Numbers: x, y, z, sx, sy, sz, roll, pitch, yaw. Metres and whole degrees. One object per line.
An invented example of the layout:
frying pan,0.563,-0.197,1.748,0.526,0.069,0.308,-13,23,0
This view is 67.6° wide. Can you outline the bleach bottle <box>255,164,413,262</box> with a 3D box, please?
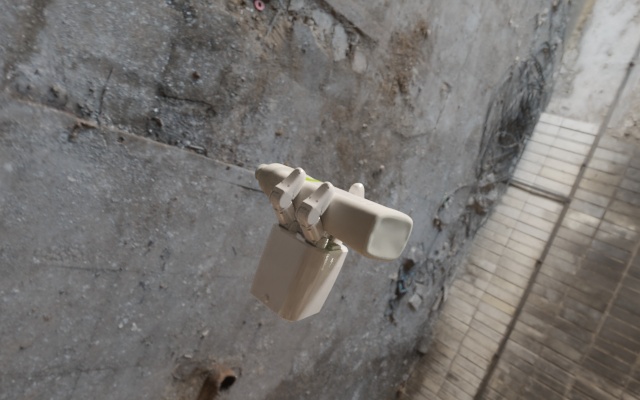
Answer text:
bleach bottle,0.000,0.002,0.678,0.250,0.068,0.102,27,7,39
